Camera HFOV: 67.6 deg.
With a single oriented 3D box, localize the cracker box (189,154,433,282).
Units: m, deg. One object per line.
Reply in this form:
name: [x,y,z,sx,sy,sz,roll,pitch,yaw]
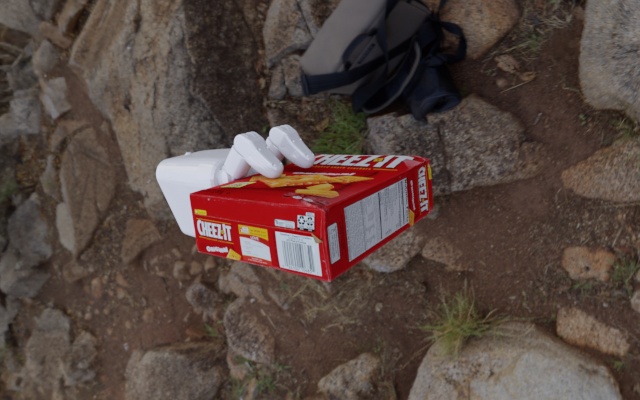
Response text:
cracker box: [0.000,0.002,0.504,0.164,0.072,0.213,6,19,35]
